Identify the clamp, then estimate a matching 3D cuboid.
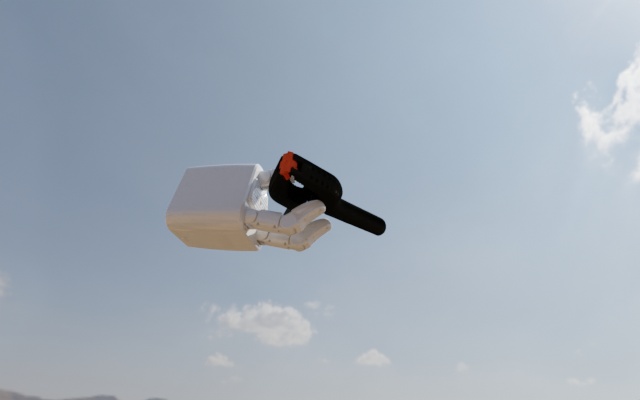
[{"bbox_3d":[0.000,0.001,0.630,0.164,0.036,0.210,1,-26,11],"label":"clamp"}]
